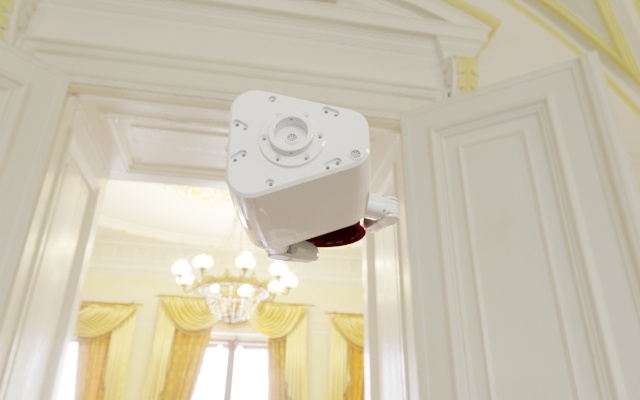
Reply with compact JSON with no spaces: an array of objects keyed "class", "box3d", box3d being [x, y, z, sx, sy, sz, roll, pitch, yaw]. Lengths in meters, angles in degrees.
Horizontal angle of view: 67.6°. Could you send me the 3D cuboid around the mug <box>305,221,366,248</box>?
[{"class":"mug","box3d":[0.000,0.002,0.510,0.093,0.081,0.117,1,-23,1]}]
